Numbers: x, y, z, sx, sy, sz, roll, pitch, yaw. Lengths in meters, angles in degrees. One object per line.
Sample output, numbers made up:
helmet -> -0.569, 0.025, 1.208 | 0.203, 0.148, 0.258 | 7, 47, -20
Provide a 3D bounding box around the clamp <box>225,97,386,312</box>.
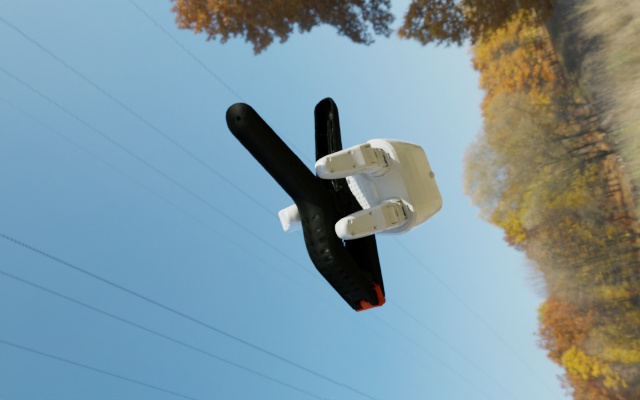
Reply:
clamp -> 0.000, 0.002, 0.422 | 0.036, 0.210, 0.164 | -22, -5, 31
